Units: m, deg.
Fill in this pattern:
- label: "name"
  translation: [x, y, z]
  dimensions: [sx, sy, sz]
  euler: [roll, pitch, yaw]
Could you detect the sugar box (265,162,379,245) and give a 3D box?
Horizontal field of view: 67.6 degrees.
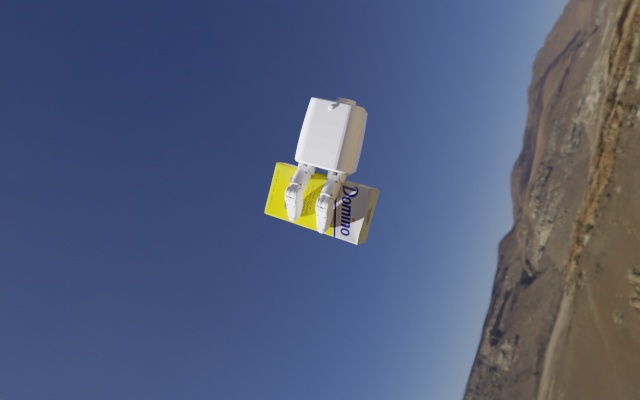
- label: "sugar box"
  translation: [0.000, 0.002, 0.790]
  dimensions: [0.176, 0.093, 0.048]
  euler: [17, 7, 25]
